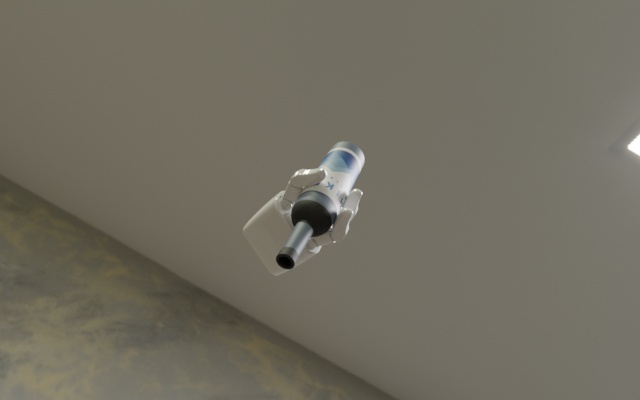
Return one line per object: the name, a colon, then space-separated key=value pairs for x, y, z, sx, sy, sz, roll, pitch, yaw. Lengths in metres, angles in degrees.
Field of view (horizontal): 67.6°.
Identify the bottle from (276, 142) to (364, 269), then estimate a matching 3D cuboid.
bottle: x=0.000 y=0.002 z=0.753 sx=0.069 sy=0.069 sz=0.295 roll=0 pitch=33 yaw=23
